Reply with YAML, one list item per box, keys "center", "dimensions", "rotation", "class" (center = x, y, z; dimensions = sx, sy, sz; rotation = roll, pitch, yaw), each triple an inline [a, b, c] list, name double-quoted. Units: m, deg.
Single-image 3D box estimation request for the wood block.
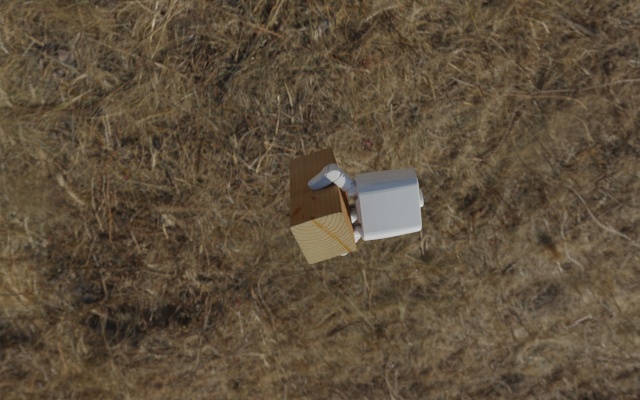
- center: [0.000, 0.003, 0.866]
  dimensions: [0.090, 0.091, 0.206]
  rotation: [-17, 35, 8]
  class: "wood block"
